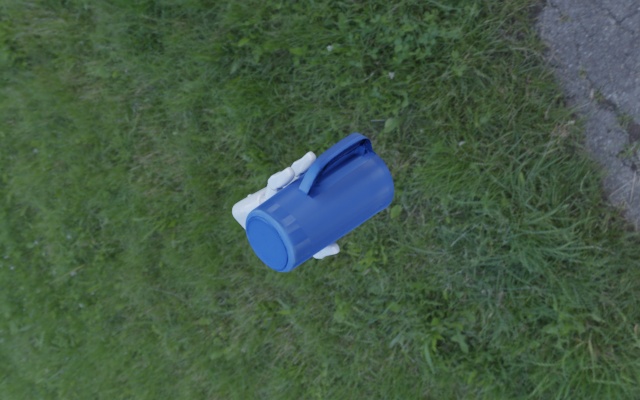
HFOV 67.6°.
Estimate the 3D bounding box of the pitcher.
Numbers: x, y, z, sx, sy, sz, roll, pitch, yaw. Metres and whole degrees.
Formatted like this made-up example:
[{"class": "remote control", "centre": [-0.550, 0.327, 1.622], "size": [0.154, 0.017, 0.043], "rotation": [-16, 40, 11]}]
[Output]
[{"class": "pitcher", "centre": [0.000, 0.003, 0.774], "size": [0.242, 0.149, 0.145], "rotation": [-34, 10, -37]}]
